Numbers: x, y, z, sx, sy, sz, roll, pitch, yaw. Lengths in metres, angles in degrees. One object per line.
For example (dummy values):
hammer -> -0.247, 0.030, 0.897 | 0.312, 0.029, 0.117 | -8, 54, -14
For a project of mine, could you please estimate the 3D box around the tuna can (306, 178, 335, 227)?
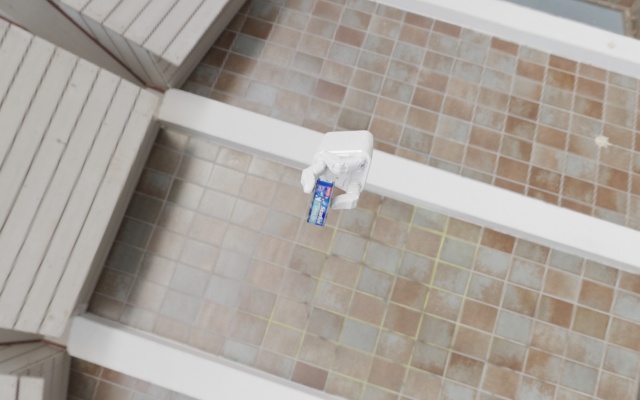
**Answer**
tuna can -> 0.000, 0.003, 0.870 | 0.034, 0.086, 0.086 | 14, 0, -1
